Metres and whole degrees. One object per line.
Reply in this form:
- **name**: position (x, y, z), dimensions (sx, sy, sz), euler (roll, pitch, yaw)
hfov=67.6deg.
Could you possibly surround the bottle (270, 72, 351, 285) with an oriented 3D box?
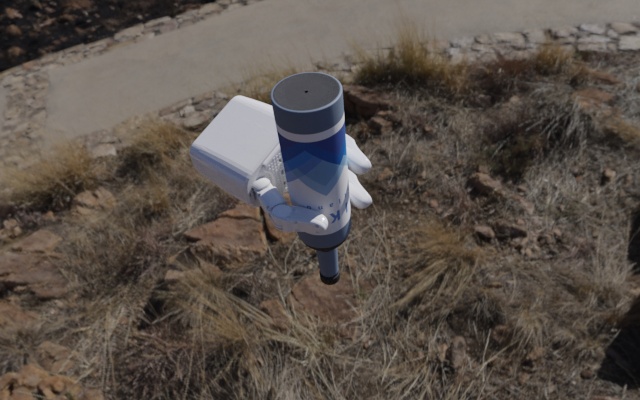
- **bottle**: position (0.000, 0.002, 0.541), dimensions (0.069, 0.069, 0.296), euler (0, -44, 7)
